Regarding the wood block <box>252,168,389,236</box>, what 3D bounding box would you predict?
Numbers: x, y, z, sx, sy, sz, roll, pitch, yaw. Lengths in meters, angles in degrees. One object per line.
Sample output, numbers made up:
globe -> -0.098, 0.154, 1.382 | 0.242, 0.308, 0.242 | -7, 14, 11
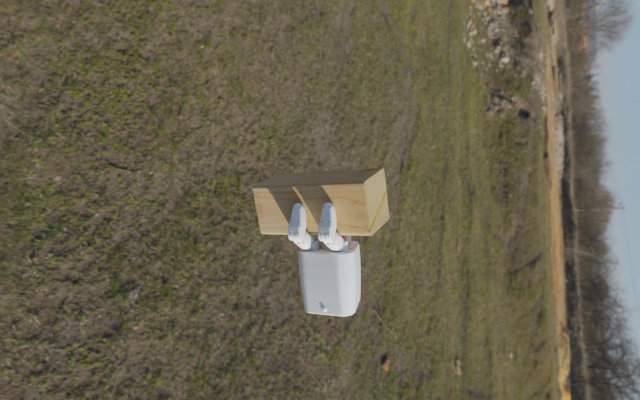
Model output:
wood block -> 0.000, 0.003, 0.804 | 0.206, 0.090, 0.091 | -1, 16, 28
